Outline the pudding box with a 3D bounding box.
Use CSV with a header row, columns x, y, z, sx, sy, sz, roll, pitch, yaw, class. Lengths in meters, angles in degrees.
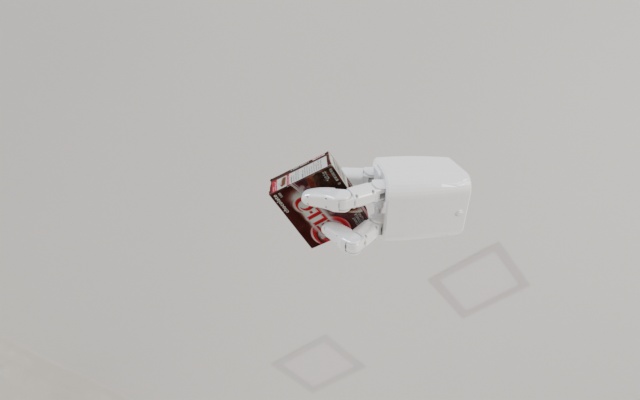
x,y,z,sx,sy,sz,roll,pitch,yaw,class
0.000,0.002,0.620,0.090,0.113,0.039,-25,34,15,pudding box
